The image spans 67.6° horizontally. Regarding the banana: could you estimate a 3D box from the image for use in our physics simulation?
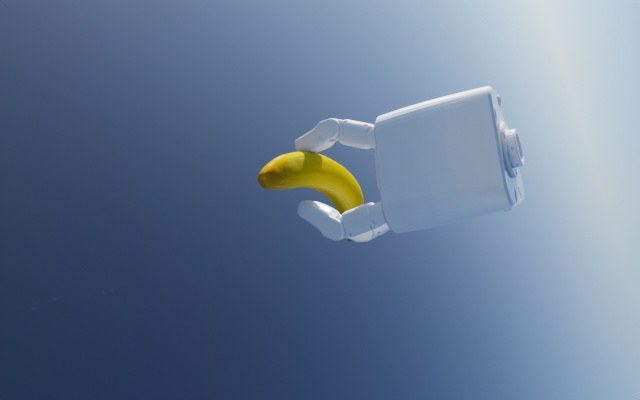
[{"bbox_3d":[0.003,-0.015,0.521,0.037,0.069,0.198,-9,-25,30],"label":"banana"}]
